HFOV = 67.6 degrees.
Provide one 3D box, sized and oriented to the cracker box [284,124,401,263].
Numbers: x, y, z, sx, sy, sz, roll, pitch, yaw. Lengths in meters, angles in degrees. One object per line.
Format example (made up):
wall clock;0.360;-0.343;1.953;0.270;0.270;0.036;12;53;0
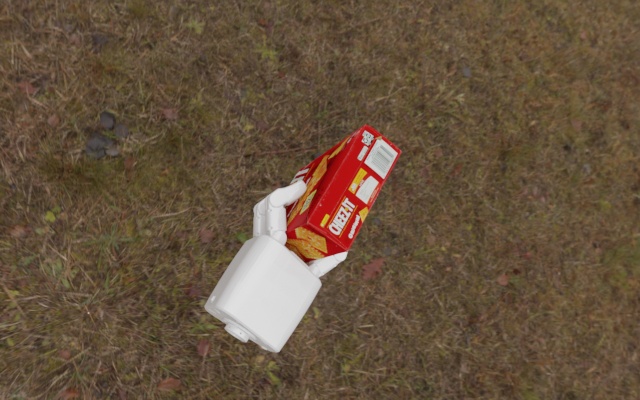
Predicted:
cracker box;0.000;0.002;0.675;0.072;0.164;0.214;37;-25;-14
